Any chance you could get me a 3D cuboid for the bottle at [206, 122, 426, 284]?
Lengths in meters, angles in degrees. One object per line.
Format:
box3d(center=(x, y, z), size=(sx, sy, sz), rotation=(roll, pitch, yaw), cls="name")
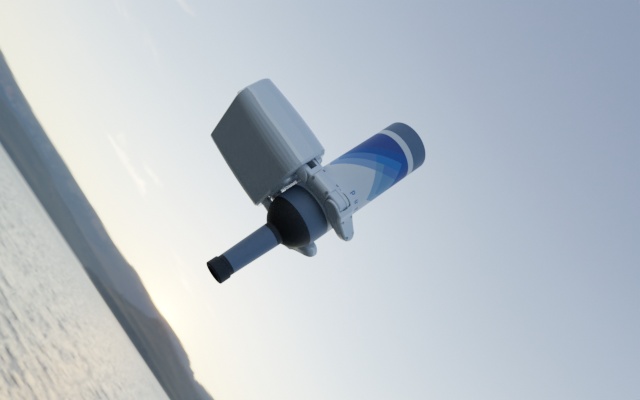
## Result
box3d(center=(0.000, 0.002, 0.554), size=(0.295, 0.069, 0.069), rotation=(-34, 16, -26), cls="bottle")
